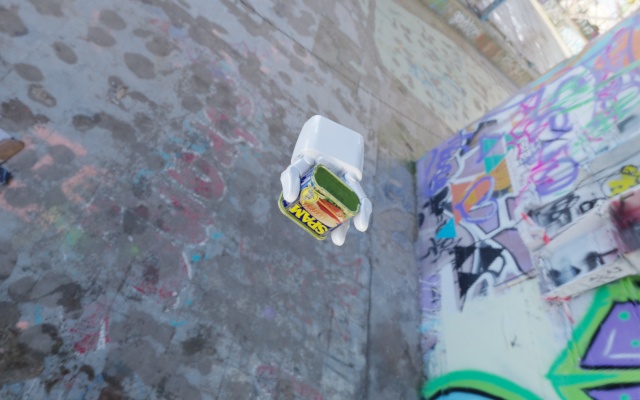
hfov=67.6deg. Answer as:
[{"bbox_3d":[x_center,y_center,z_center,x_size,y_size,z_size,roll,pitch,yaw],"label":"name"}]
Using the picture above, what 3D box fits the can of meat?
[{"bbox_3d":[0.000,0.002,0.749,0.102,0.057,0.084,39,-52,-19],"label":"can of meat"}]
